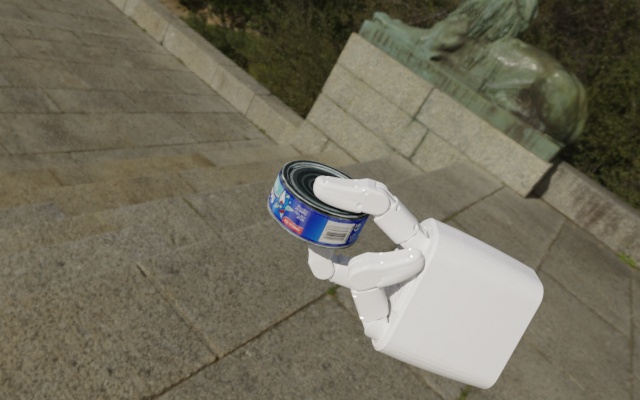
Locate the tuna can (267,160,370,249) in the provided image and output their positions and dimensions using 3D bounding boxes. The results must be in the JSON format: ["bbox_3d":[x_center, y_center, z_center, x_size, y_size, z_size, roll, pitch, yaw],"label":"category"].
[{"bbox_3d":[0.000,0.001,0.409,0.086,0.034,0.086,19,29,-11],"label":"tuna can"}]
